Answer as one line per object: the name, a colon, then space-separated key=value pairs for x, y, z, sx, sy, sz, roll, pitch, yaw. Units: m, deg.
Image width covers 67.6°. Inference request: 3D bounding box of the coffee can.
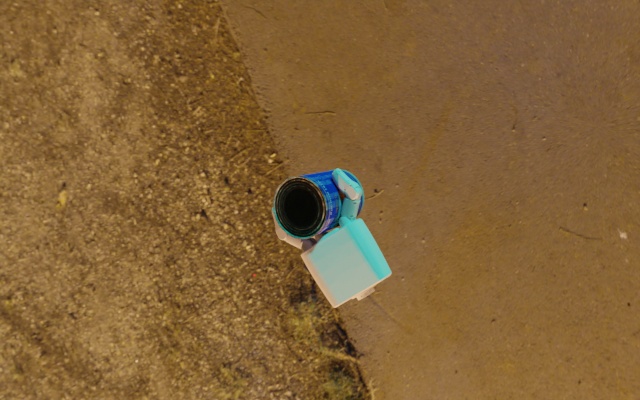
coffee can: x=0.000 y=0.002 z=0.820 sx=0.103 sy=0.103 sz=0.140 roll=0 pitch=8 yaw=30
